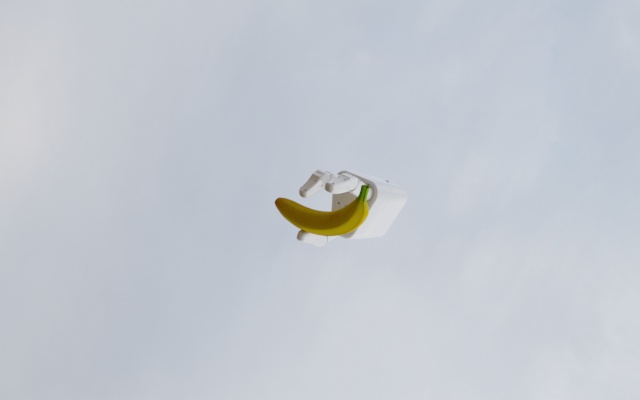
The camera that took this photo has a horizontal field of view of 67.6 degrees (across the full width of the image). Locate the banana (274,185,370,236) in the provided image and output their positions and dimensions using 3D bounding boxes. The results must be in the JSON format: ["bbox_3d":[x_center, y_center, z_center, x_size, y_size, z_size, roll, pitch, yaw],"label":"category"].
[{"bbox_3d":[0.004,0.021,0.729,0.198,0.069,0.037,-8,-4,42],"label":"banana"}]
